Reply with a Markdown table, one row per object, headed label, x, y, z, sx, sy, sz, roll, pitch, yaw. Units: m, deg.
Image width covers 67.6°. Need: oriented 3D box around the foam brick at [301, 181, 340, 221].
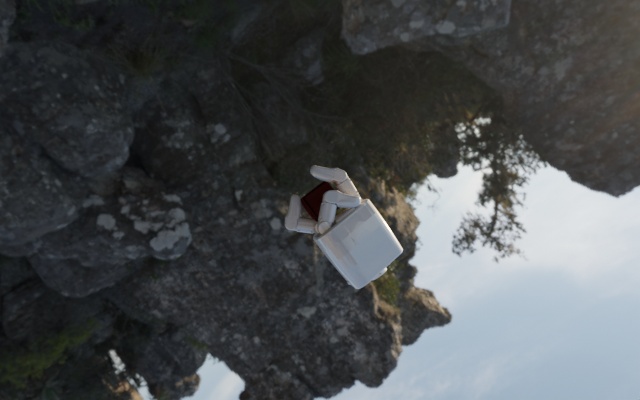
| label | x | y | z | sx | sy | sz | roll | pitch | yaw |
| --- | --- | --- | --- | --- | --- | --- | --- | --- | --- |
| foam brick | 0.000 | 0.003 | 0.822 | 0.053 | 0.051 | 0.078 | -38 | 2 | -6 |
